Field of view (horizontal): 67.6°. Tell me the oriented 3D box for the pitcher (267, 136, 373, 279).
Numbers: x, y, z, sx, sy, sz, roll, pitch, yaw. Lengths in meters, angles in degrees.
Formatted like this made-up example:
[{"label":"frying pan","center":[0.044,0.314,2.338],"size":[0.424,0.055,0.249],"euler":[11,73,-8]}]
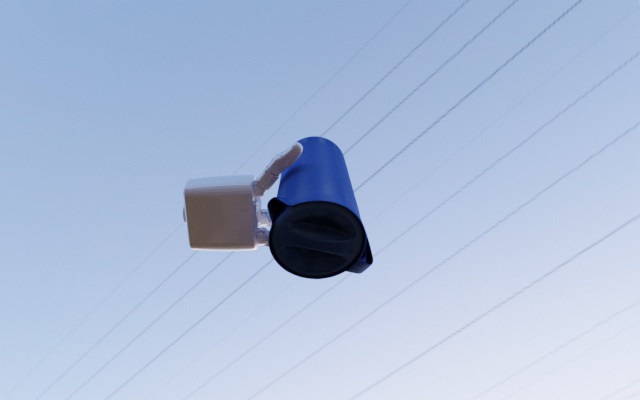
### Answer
[{"label":"pitcher","center":[0.000,0.002,0.745],"size":[0.145,0.149,0.242],"euler":[-4,32,1]}]
